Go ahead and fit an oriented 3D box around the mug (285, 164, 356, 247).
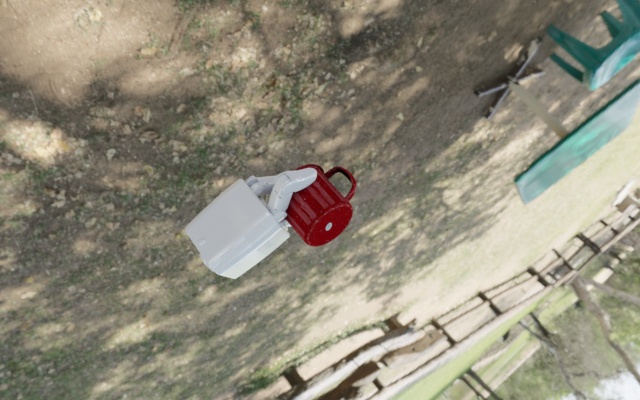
[{"bbox_3d":[0.001,0.001,0.667,0.081,0.117,0.093,48,-4,30],"label":"mug"}]
